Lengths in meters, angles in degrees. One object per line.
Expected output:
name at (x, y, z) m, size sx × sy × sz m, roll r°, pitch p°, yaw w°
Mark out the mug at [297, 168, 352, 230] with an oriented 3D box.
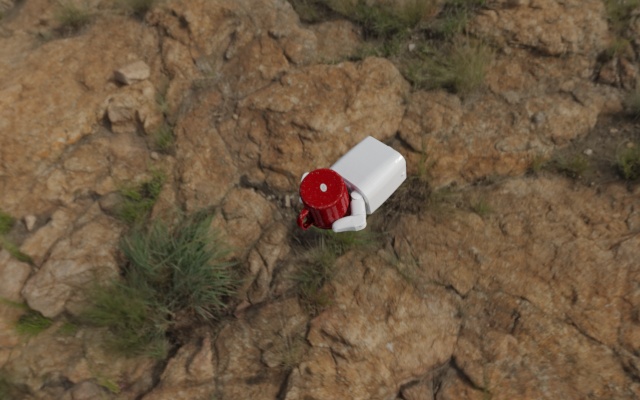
mug at (-0.001, 0.004, 0.855) m, size 0.093 × 0.117 × 0.081 m, roll 40°, pitch -13°, yaw 24°
